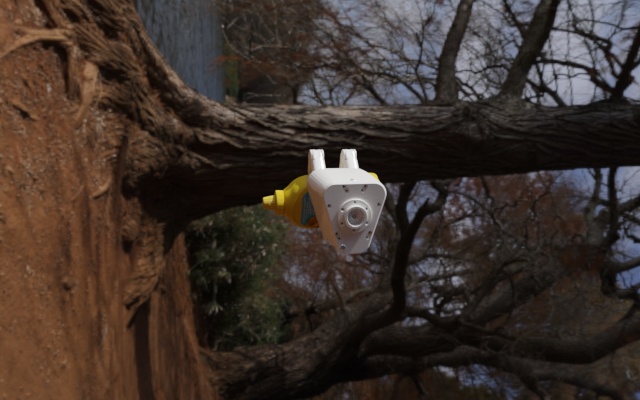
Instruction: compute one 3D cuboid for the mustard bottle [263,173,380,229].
[{"bbox_3d":[0.000,0.002,0.796,0.191,0.096,0.058,-2,37,-11],"label":"mustard bottle"}]
